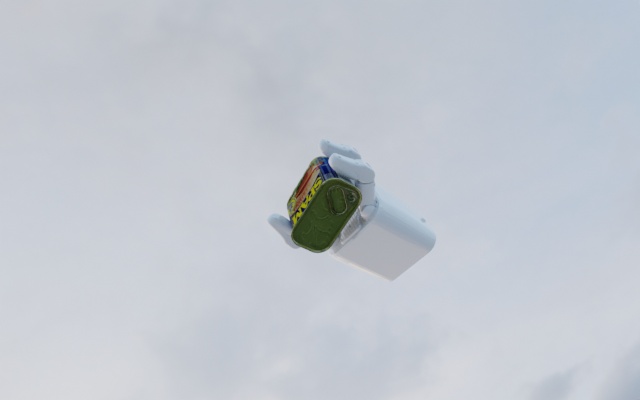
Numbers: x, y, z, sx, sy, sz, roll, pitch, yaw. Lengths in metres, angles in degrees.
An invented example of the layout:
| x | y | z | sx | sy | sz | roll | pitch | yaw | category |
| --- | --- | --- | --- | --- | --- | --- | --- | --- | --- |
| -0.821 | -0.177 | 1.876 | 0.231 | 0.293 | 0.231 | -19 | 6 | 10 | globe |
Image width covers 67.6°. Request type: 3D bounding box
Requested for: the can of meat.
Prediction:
| x | y | z | sx | sy | sz | roll | pitch | yaw | category |
| --- | --- | --- | --- | --- | --- | --- | --- | --- | --- |
| 0.000 | 0.002 | 0.617 | 0.057 | 0.102 | 0.084 | 26 | 19 | -22 | can of meat |
